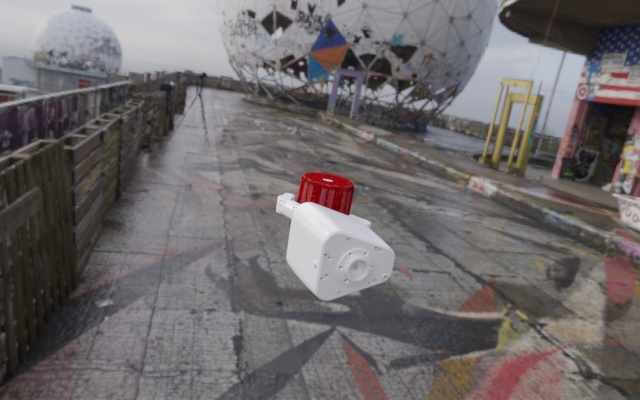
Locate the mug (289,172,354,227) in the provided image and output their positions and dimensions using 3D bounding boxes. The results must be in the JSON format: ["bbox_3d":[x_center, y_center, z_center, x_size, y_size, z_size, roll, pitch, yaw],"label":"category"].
[{"bbox_3d":[0.000,0.002,0.734,0.093,0.081,0.117,4,17,-26],"label":"mug"}]
